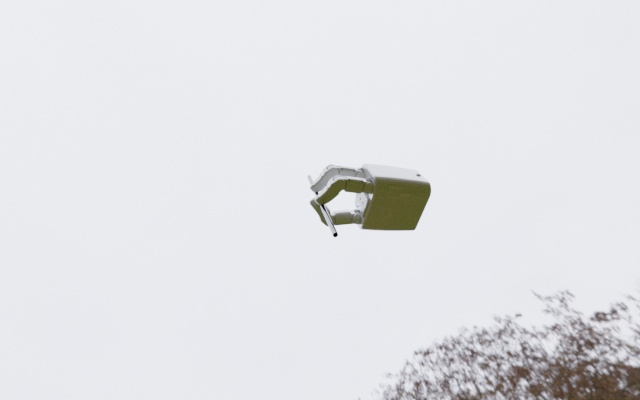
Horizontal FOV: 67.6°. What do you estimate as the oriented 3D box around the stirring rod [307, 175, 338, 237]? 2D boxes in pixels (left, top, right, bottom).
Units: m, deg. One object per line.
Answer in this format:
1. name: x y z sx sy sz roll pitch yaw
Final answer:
1. stirring rod: 0.000 0.003 0.811 0.011 0.011 0.239 0 24 -12
